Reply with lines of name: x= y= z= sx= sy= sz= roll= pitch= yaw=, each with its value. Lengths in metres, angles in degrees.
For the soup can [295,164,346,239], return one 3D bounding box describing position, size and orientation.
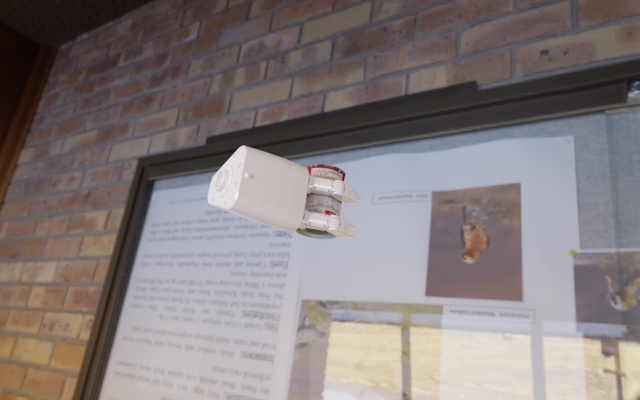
soup can: x=0.000 y=0.003 z=0.745 sx=0.068 sy=0.102 sz=0.068 roll=7 pitch=-19 yaw=2
